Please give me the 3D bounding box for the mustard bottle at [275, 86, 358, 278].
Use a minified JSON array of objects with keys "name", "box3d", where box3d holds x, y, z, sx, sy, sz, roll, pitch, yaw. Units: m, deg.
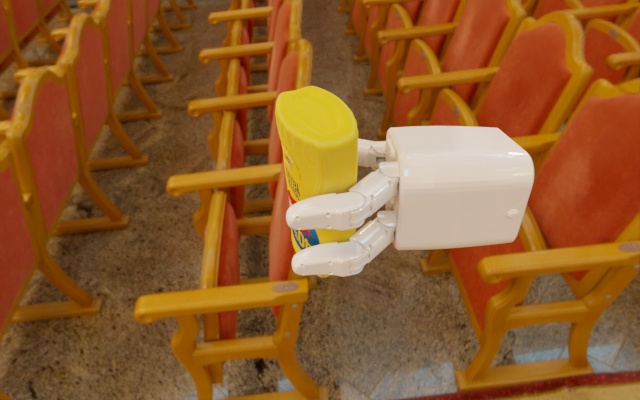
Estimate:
[{"name":"mustard bottle","box3d":[0.000,0.001,0.436,0.058,0.192,0.096,-18,43,-16]}]
